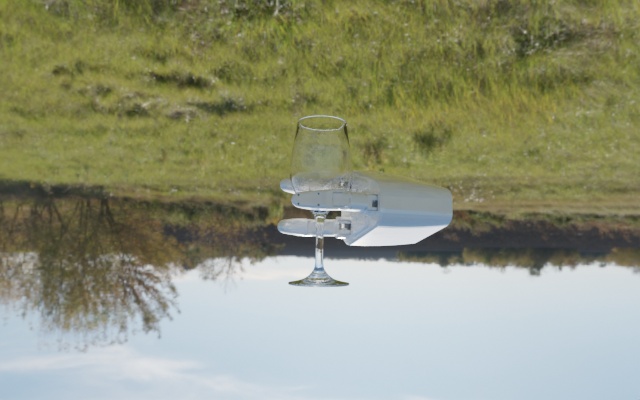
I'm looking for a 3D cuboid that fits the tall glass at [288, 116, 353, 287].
[{"bbox_3d":[0.000,0.003,0.584,0.079,0.201,0.079,1,-5,0],"label":"tall glass"}]
